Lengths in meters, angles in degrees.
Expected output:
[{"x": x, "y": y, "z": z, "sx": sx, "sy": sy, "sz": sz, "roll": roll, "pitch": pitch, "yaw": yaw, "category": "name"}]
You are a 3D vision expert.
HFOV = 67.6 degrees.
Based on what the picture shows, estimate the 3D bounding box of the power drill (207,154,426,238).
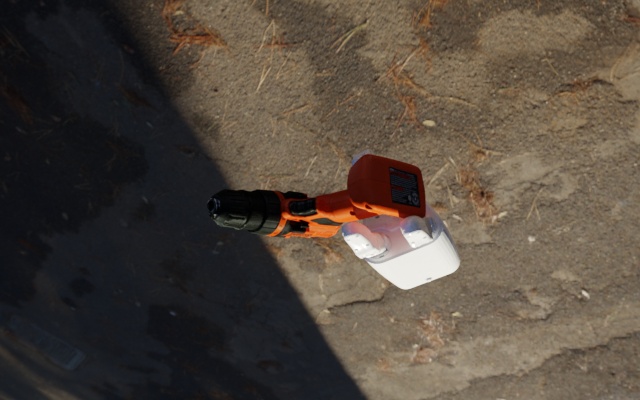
[{"x": 0.001, "y": 0.002, "z": 0.507, "sx": 0.187, "sy": 0.057, "sz": 0.184, "roll": -13, "pitch": -14, "yaw": 43, "category": "power drill"}]
